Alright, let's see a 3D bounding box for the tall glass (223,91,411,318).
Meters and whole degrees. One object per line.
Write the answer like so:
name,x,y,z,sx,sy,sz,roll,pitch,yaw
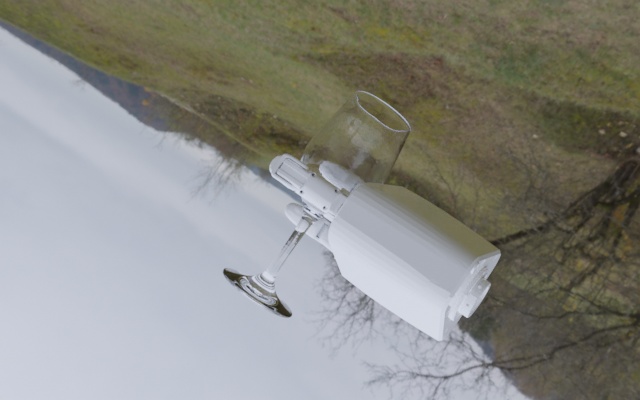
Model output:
tall glass,0.000,0.002,0.430,0.079,0.201,0.079,34,-1,1
